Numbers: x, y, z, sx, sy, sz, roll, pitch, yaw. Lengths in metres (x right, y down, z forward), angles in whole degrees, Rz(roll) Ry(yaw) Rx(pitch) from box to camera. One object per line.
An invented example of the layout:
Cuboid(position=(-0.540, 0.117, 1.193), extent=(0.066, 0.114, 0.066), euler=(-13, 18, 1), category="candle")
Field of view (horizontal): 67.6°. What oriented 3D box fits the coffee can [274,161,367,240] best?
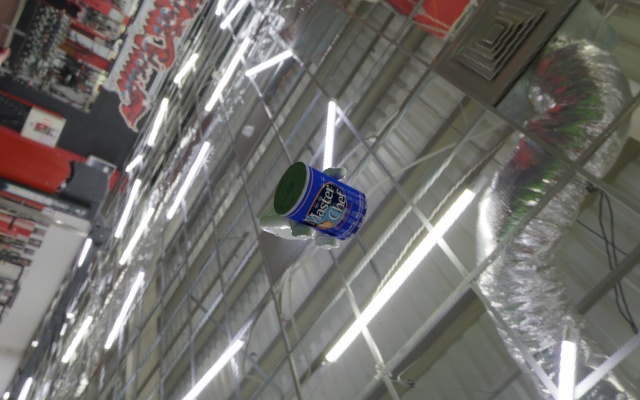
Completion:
Cuboid(position=(0.000, 0.003, 0.877), extent=(0.140, 0.103, 0.103), euler=(25, -13, -29), category="coffee can")
